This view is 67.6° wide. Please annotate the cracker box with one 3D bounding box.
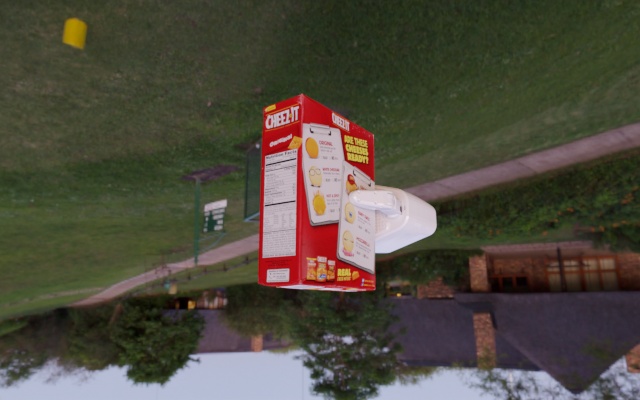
[{"bbox_3d":[0.000,0.002,0.591,0.072,0.213,0.164,-9,-15,34],"label":"cracker box"}]
